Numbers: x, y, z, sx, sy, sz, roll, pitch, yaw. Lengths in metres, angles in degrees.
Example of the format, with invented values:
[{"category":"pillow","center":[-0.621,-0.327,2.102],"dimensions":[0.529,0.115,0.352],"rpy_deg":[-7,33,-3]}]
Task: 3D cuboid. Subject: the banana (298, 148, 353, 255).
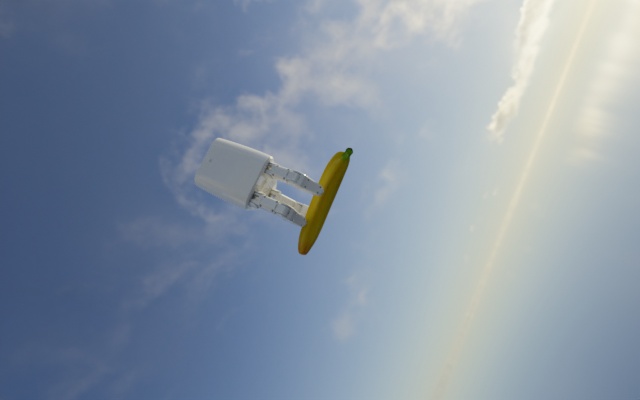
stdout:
[{"category":"banana","center":[0.004,-0.004,0.808],"dimensions":[0.037,0.198,0.069],"rpy_deg":[24,13,4]}]
